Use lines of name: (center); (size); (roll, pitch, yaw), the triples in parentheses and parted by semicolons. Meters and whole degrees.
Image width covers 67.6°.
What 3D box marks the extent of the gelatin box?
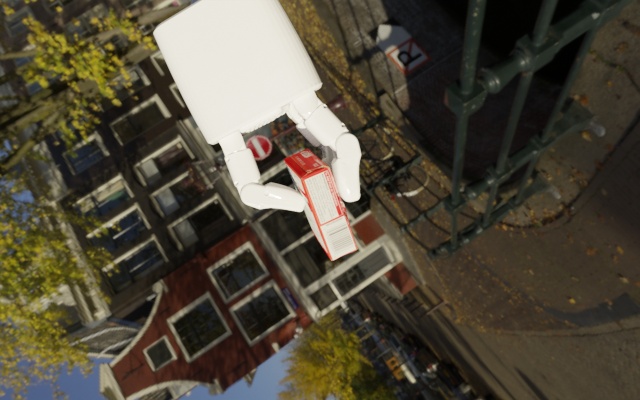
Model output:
gelatin box: (0.000, 0.002, 0.453); (0.030, 0.089, 0.073); (-23, 22, -7)
